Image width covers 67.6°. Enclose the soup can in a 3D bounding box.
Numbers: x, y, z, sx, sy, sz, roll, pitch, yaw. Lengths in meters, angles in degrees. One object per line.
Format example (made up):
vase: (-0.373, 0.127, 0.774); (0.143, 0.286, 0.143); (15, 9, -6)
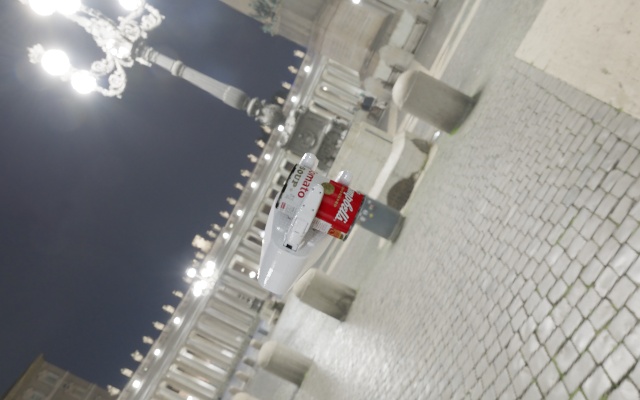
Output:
soup can: (0.000, 0.002, 0.627); (0.102, 0.068, 0.068); (26, 0, 0)
